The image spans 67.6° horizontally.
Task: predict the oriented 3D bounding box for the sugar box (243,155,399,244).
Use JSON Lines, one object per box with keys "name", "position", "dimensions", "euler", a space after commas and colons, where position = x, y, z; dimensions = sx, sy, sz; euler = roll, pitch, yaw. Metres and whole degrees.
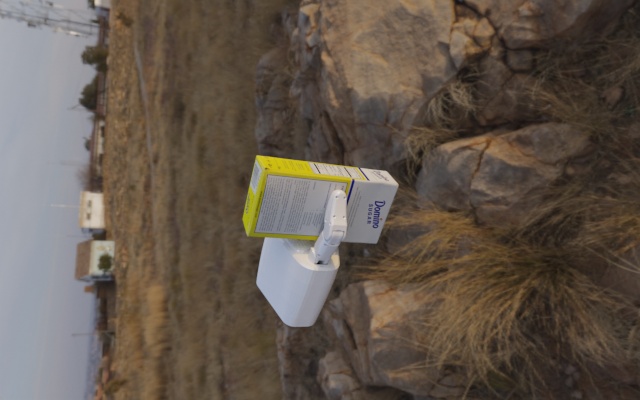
{"name": "sugar box", "position": [0.000, 0.002, 0.594], "dimensions": [0.176, 0.093, 0.048], "euler": [5, 29, -24]}
